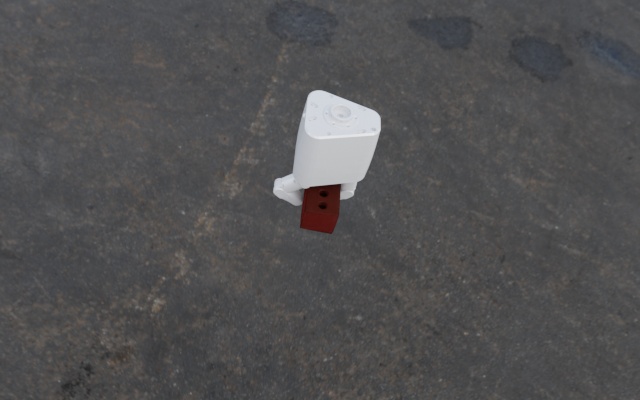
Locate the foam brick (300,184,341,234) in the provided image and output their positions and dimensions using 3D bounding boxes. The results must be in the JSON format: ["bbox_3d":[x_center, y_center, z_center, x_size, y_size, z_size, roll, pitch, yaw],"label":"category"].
[{"bbox_3d":[0.000,0.003,0.735,0.053,0.078,0.051,9,-35,-7],"label":"foam brick"}]
